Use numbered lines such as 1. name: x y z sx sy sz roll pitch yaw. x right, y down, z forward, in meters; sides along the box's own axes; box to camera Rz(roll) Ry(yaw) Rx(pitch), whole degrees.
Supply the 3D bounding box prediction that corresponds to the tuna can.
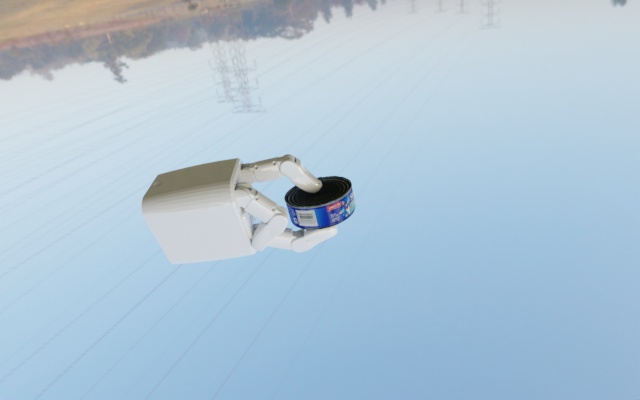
1. tuna can: 0.000 0.002 0.597 0.086 0.034 0.086 -11 25 5
